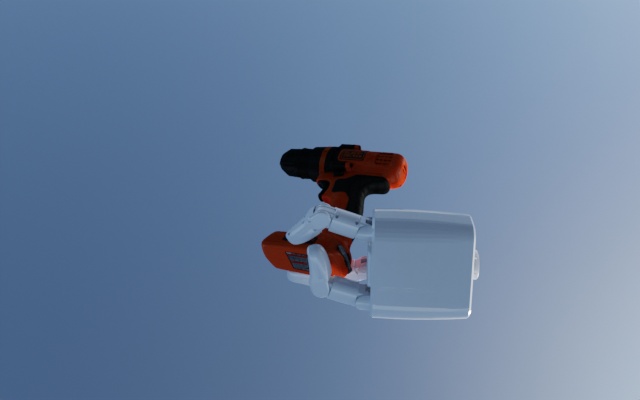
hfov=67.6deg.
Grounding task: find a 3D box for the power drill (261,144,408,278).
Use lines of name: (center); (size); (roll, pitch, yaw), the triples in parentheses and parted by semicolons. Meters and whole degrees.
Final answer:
power drill: (0.000, 0.002, 0.605); (0.184, 0.187, 0.057); (5, -39, 29)
